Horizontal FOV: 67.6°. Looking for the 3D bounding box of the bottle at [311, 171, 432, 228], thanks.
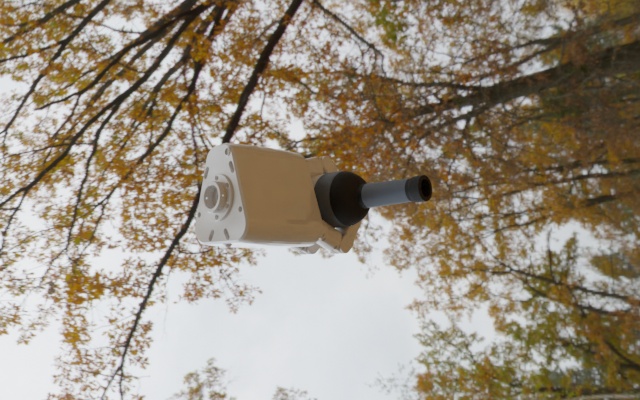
[{"bbox_3d":[0.000,0.002,0.589,0.296,0.069,0.069,-8,-5,42],"label":"bottle"}]
